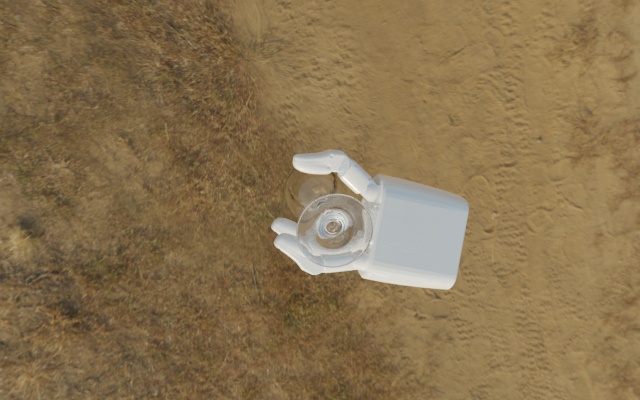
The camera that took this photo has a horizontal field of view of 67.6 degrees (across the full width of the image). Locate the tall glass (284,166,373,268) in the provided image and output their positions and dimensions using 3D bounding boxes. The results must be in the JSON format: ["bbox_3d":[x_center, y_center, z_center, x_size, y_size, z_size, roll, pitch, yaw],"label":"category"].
[{"bbox_3d":[0.000,0.002,0.546,0.079,0.079,0.201,0,16,-9],"label":"tall glass"}]
